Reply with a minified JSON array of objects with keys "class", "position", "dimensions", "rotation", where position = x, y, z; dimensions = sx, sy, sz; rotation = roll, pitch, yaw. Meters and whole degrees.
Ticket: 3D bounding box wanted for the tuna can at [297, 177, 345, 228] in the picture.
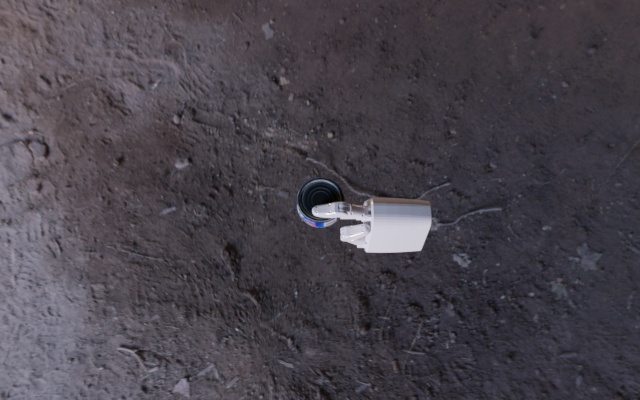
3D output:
[{"class":"tuna can","position":[0.000,0.003,0.848],"dimensions":[0.086,0.086,0.034],"rotation":[0,-18,0]}]
